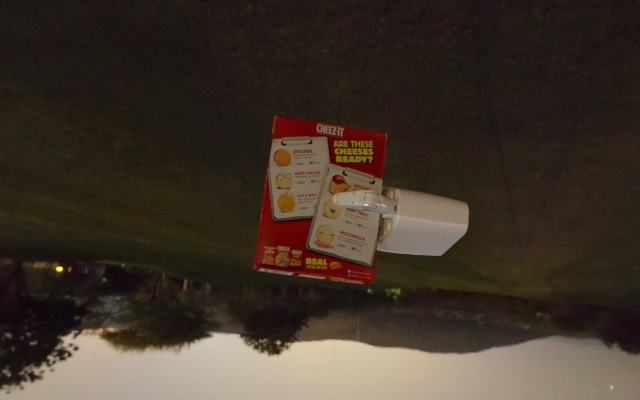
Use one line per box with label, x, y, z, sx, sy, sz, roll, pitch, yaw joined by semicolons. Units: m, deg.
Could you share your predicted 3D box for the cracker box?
cracker box;0.000;0.002;0.677;0.164;0.213;0.072;8;-13;-8
